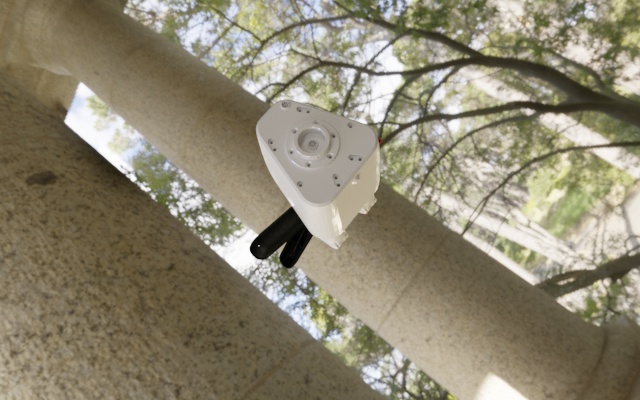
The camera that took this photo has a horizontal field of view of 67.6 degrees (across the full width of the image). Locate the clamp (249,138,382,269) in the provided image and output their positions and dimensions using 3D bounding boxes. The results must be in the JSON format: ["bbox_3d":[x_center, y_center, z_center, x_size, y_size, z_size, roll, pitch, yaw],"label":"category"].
[{"bbox_3d":[0.000,0.001,0.594,0.036,0.210,0.165,38,-11,12],"label":"clamp"}]
